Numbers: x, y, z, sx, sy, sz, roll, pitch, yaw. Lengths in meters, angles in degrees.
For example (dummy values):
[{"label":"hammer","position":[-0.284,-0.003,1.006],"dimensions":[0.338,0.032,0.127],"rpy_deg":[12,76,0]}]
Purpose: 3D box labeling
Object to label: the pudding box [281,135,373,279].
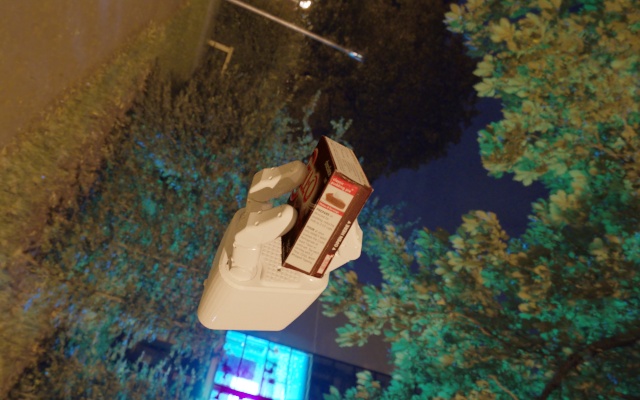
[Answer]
[{"label":"pudding box","position":[0.000,0.001,0.412],"dimensions":[0.039,0.090,0.113],"rpy_deg":[23,17,-15]}]
